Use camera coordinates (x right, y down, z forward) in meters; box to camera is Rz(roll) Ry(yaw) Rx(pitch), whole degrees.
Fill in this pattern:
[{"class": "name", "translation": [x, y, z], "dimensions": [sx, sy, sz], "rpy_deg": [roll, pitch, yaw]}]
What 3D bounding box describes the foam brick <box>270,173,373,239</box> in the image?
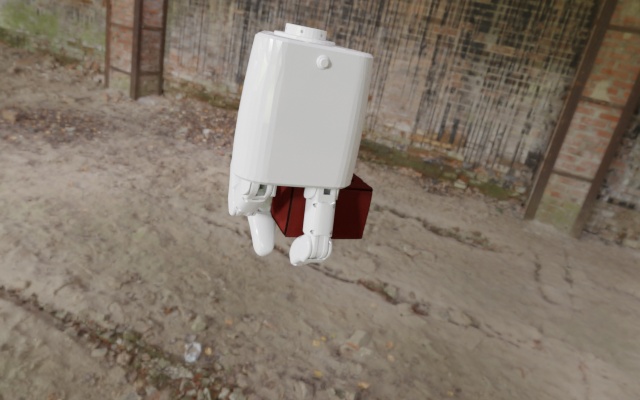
[{"class": "foam brick", "translation": [0.000, 0.001, 0.438], "dimensions": [0.078, 0.051, 0.053], "rpy_deg": [3, 20, -23]}]
